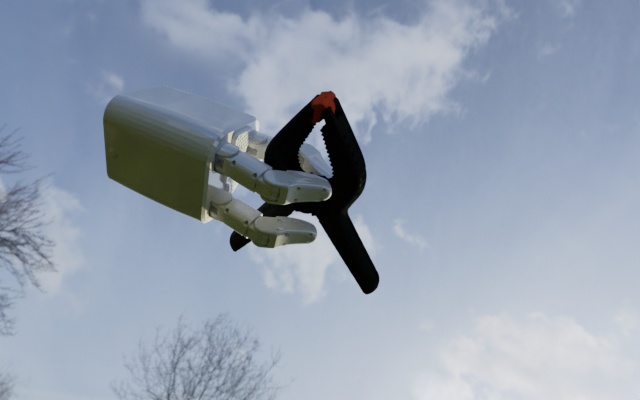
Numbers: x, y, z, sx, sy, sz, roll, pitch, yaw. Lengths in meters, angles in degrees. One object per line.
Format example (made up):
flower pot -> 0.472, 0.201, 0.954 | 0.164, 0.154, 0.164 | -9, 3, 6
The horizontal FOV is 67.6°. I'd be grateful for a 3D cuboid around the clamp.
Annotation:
clamp -> 0.000, 0.001, 0.449 | 0.164, 0.210, 0.036 | 21, 40, 5
